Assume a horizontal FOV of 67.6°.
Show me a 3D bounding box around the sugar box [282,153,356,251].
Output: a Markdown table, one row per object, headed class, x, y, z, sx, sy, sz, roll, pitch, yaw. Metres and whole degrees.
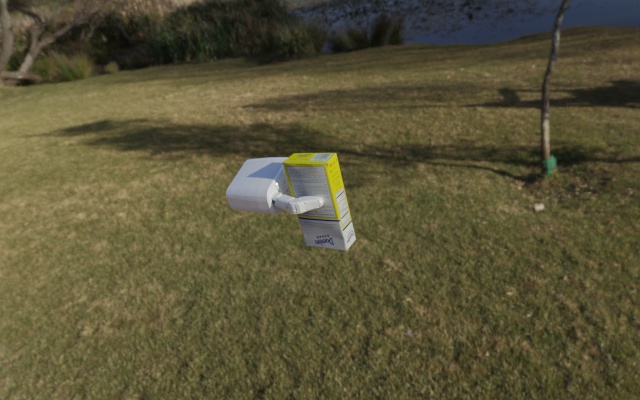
| class | x | y | z | sx | sy | sz | roll | pitch | yaw |
| --- | --- | --- | --- | --- | --- | --- | --- | --- | --- |
| sugar box | 0.000 | 0.002 | 0.859 | 0.093 | 0.176 | 0.048 | 4 | 33 | 32 |
